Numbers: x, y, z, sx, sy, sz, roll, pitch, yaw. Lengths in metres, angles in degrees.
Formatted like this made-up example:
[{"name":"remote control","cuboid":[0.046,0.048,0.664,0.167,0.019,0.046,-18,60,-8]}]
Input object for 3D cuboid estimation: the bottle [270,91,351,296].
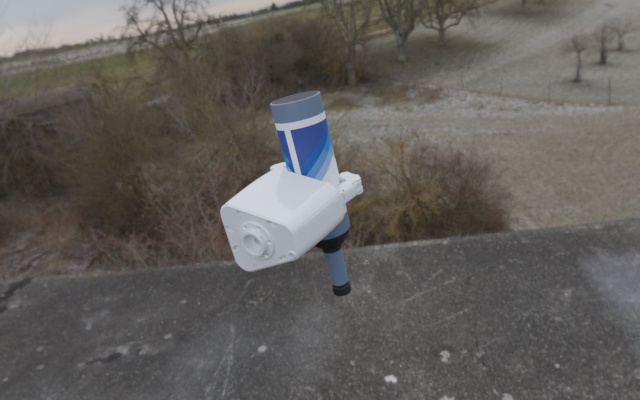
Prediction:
[{"name":"bottle","cuboid":[0.000,0.002,0.663,0.069,0.296,0.069,-12,21,5]}]
